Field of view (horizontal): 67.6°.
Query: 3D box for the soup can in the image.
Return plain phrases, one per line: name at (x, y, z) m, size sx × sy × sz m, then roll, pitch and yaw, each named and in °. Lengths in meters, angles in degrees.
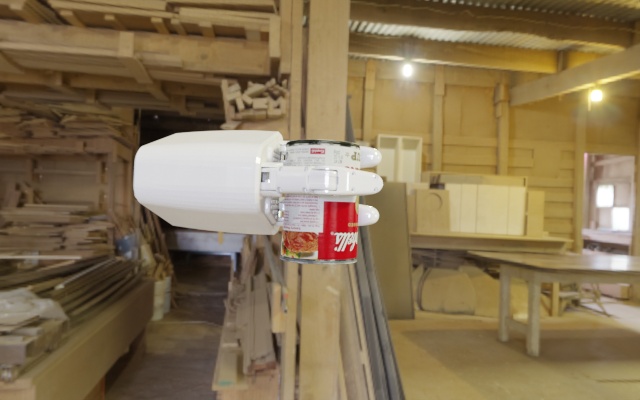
soup can at (0.001, 0.001, 0.420) m, size 0.068 × 0.102 × 0.068 m, roll 2°, pitch 0°, yaw 0°
